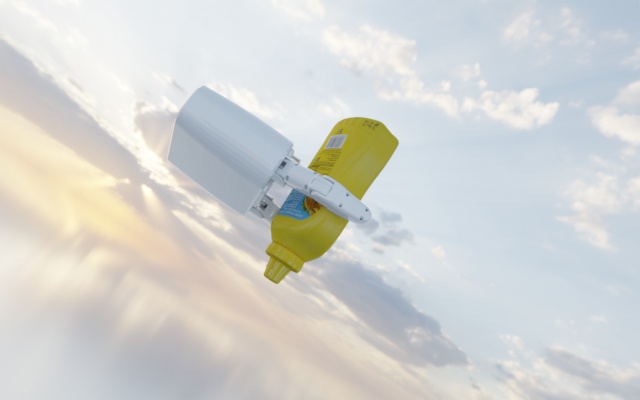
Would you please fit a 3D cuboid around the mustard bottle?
[{"bbox_3d":[0.000,0.002,0.500,0.058,0.191,0.096,42,-17,-29],"label":"mustard bottle"}]
